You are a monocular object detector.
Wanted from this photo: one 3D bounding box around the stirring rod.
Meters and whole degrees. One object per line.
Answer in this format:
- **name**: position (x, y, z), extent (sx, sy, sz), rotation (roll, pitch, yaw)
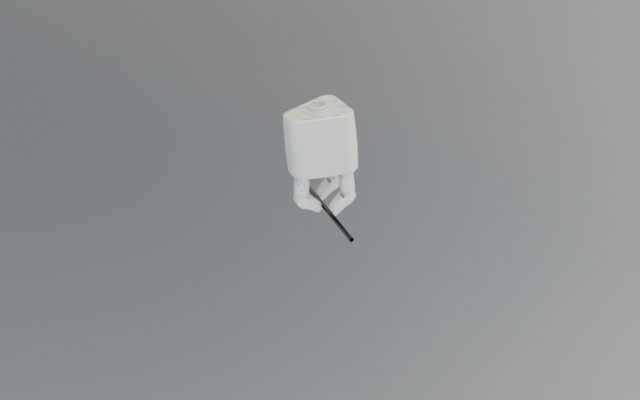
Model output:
- **stirring rod**: position (0.000, 0.003, 0.863), extent (0.011, 0.011, 0.239), rotation (0, 31, -29)
